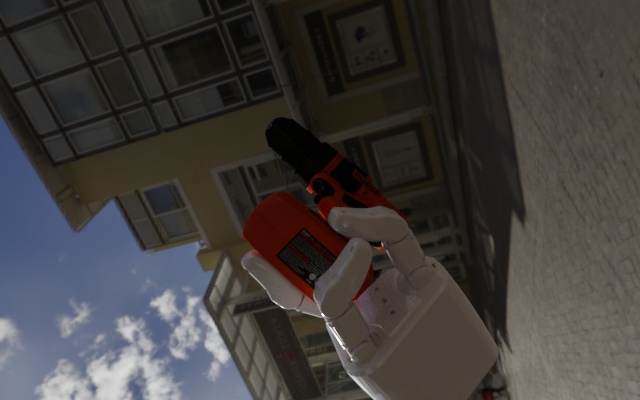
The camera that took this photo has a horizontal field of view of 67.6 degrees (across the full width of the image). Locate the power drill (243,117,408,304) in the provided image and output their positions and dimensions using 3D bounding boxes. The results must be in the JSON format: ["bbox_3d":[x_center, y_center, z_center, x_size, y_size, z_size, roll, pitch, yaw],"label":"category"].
[{"bbox_3d":[0.000,0.002,0.441,0.184,0.057,0.187,40,25,-2],"label":"power drill"}]
